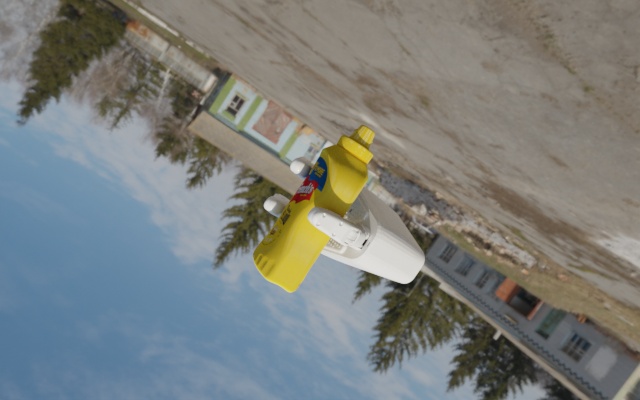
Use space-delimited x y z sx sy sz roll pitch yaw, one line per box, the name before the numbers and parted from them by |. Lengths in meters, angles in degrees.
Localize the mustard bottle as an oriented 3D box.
mustard bottle | 0.000 0.002 0.525 0.058 0.191 0.096 33 4 -16
